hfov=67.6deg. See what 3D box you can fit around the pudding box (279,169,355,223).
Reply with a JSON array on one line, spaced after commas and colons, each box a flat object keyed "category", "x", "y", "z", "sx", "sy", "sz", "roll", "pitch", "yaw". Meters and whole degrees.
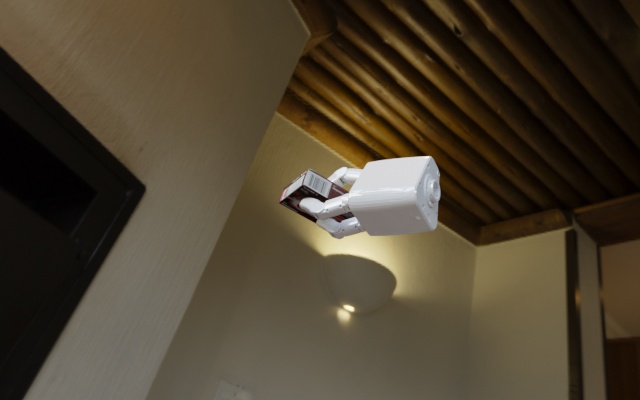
[{"category": "pudding box", "x": 0.000, "y": 0.002, "z": 0.800, "sx": 0.113, "sy": 0.039, "sz": 0.090, "roll": 32, "pitch": -34, "yaw": -17}]
